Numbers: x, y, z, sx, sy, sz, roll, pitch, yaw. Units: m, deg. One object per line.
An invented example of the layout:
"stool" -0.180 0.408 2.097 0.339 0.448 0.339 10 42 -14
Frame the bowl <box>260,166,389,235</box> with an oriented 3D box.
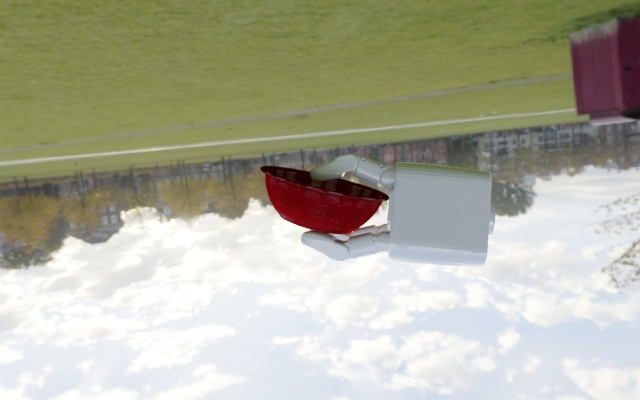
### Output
"bowl" -0.001 0.002 0.586 0.162 0.055 0.162 13 9 -2
